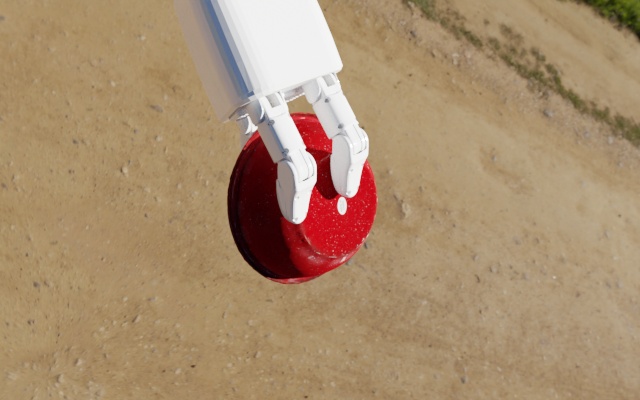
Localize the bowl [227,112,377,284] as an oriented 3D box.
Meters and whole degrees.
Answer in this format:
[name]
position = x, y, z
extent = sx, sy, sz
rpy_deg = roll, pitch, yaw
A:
[bowl]
position = 0.001, 0.003, 0.430
extent = 0.162, 0.162, 0.055
rpy_deg = 0, 6, -40
